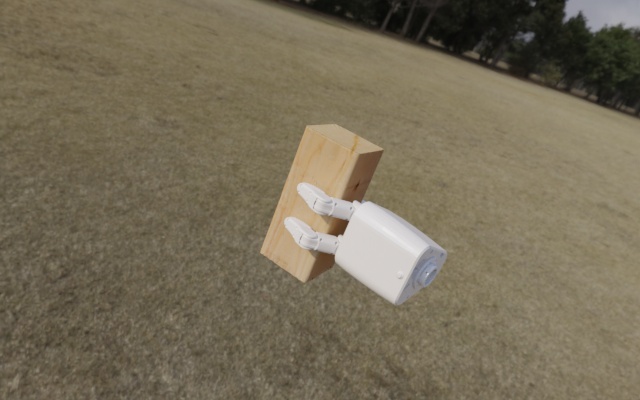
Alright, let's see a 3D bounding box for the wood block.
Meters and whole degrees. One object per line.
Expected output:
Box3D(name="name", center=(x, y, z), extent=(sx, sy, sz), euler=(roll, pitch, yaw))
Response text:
Box3D(name="wood block", center=(0.001, 0.002, 0.698), extent=(0.090, 0.206, 0.091), euler=(31, 23, 21))
